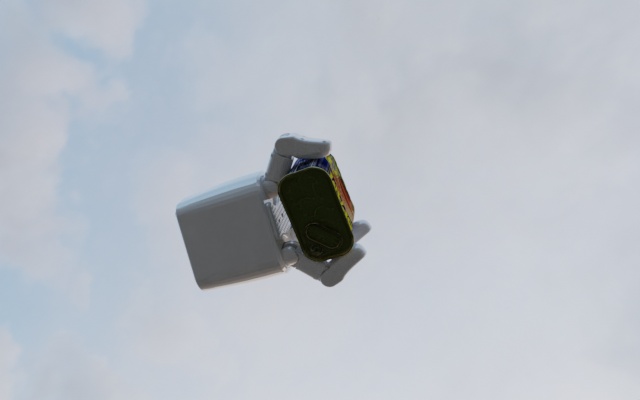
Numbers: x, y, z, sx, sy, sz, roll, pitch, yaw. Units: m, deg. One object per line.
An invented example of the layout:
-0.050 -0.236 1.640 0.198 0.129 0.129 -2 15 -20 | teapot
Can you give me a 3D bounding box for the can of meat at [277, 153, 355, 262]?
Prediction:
0.000 0.001 0.524 0.057 0.102 0.084 -18 18 13 | can of meat
